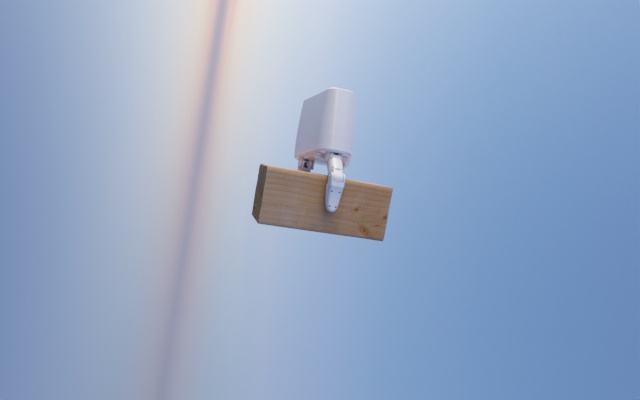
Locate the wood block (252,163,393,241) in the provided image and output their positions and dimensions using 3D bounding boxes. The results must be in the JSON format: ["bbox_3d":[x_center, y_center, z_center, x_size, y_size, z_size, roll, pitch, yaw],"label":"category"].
[{"bbox_3d":[0.000,0.002,0.781,0.206,0.090,0.091,9,4,-15],"label":"wood block"}]
